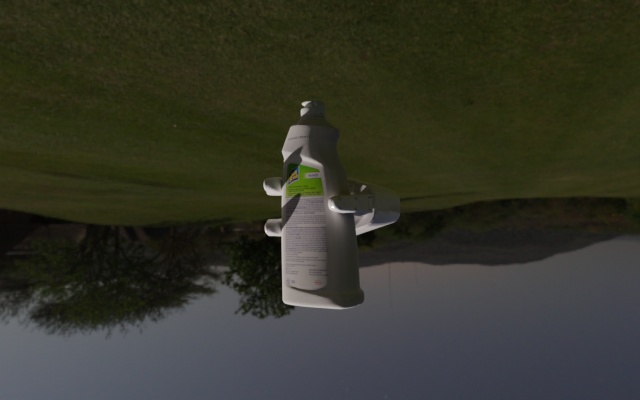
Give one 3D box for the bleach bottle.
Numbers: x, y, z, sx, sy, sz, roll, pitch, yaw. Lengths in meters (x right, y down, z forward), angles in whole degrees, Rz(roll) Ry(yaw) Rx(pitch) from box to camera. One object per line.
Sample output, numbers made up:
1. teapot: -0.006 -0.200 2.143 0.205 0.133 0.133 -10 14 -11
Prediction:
1. bleach bottle: 0.000 0.002 0.595 0.102 0.251 0.068 -2 -3 29
